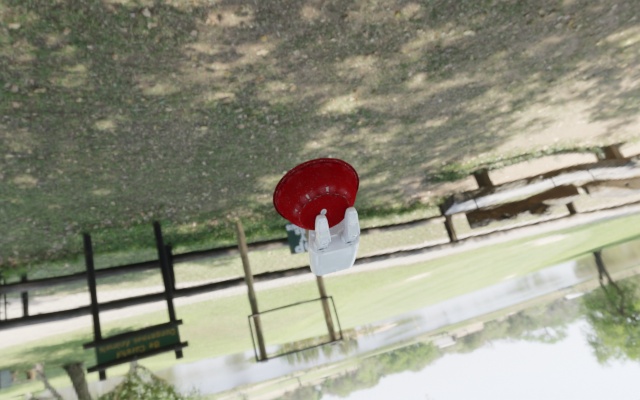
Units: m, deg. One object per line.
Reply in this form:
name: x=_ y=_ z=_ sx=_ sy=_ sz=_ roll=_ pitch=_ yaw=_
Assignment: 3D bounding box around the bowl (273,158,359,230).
bowl: x=0.000 y=0.002 z=0.842 sx=0.162 sy=0.162 sz=0.055 roll=0 pitch=44 yaw=-22
